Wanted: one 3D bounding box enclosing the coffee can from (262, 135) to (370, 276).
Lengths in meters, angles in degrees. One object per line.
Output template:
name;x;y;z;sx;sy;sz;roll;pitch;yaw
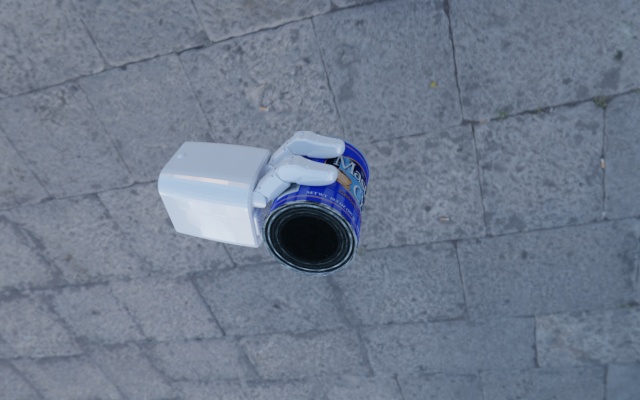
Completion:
coffee can;0.000;0.002;0.554;0.103;0.103;0.140;0;36;12
